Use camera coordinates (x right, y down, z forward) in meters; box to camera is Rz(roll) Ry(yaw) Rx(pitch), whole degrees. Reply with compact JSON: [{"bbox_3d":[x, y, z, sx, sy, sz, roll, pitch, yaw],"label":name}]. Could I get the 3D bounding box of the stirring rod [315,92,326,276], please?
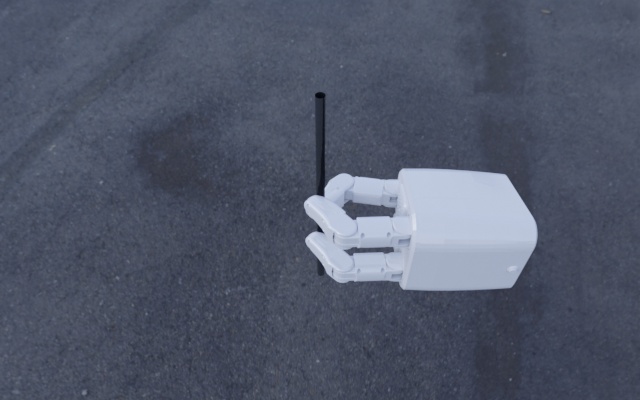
[{"bbox_3d":[0.000,0.002,0.445,0.011,0.011,0.240,0,-41,0],"label":"stirring rod"}]
